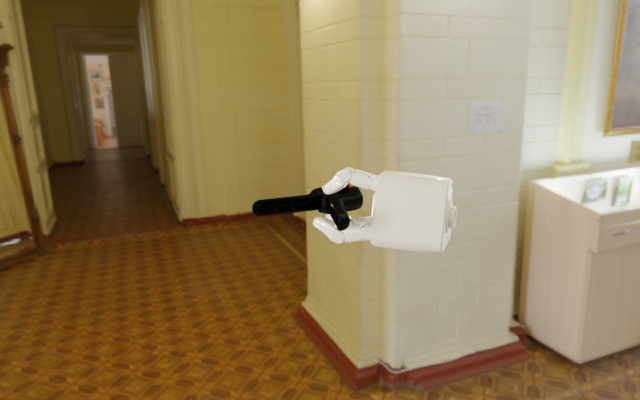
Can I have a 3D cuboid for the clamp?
[{"bbox_3d":[0.001,0.002,0.785,0.164,0.036,0.210,8,16,22],"label":"clamp"}]
